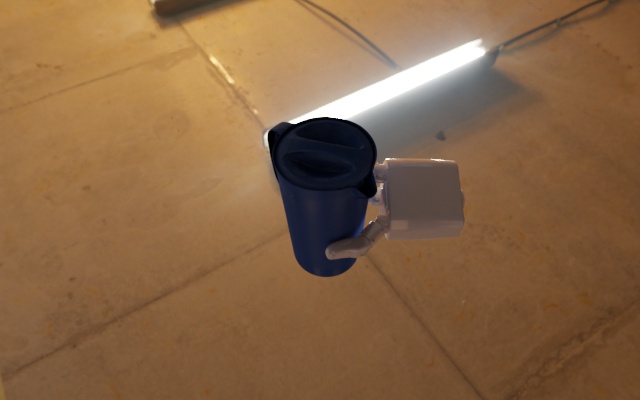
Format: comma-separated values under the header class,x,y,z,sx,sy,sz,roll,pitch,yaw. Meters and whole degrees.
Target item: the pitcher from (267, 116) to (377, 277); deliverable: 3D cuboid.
class,x,y,z,sx,sy,sz,roll,pitch,yaw
pitcher,0.000,0.002,0.699,0.145,0.149,0.243,-2,-38,-1
